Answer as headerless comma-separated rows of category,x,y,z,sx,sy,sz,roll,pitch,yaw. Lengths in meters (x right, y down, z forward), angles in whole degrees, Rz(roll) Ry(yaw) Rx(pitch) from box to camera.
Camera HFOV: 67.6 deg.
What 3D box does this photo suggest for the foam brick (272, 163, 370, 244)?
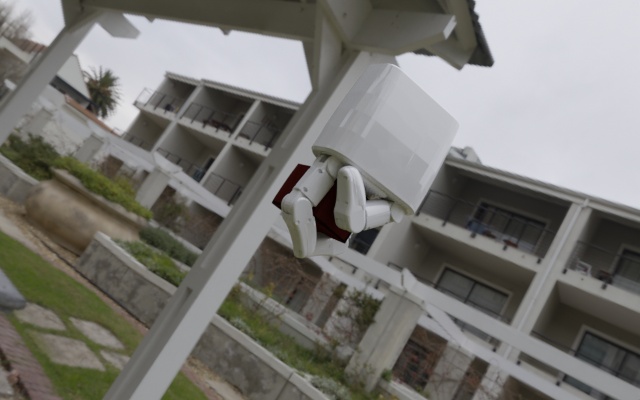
foam brick,0.000,0.002,0.483,0.053,0.051,0.078,39,-13,-36
